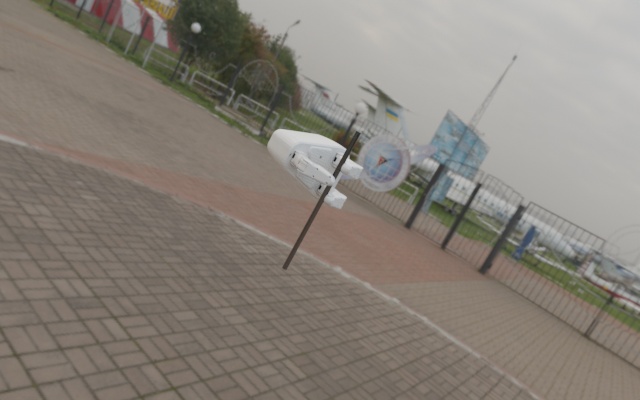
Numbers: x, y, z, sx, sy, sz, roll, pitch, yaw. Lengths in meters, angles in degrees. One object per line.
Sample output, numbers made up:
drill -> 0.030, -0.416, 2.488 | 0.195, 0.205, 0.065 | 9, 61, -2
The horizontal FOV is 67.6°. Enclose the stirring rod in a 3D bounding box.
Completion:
stirring rod -> 0.000, 0.002, 0.730 | 0.011, 0.239, 0.011 | 28, 9, -5
